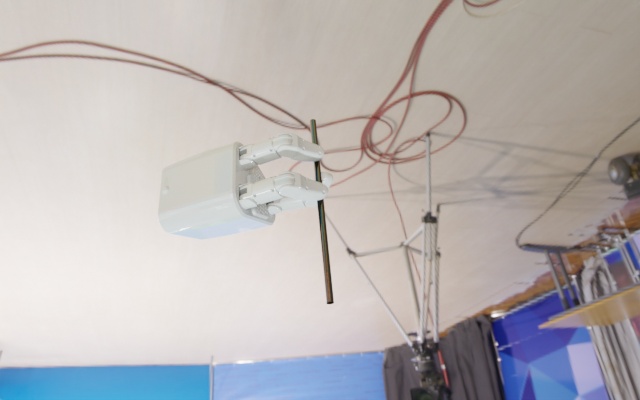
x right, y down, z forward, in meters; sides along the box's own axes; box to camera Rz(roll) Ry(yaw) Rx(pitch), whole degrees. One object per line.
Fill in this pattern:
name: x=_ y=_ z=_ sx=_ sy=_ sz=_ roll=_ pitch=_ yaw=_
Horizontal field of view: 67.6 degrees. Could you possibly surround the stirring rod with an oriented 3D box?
stirring rod: x=0.000 y=0.002 z=0.549 sx=0.011 sy=0.239 sz=0.011 roll=-4 pitch=-30 yaw=-2
